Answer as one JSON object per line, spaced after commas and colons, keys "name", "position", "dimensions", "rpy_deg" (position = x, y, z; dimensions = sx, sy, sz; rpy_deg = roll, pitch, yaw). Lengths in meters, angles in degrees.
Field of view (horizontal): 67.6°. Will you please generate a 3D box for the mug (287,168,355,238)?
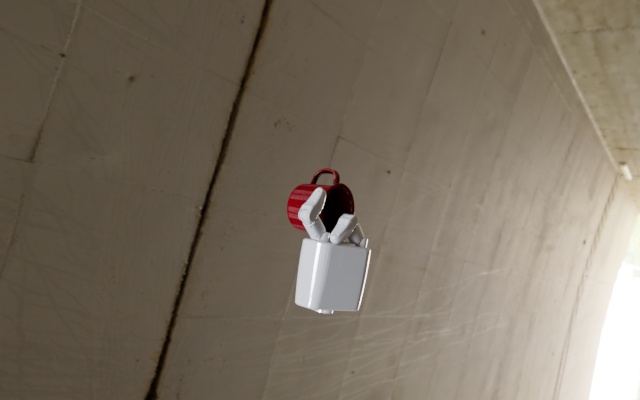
{"name": "mug", "position": [0.000, 0.001, 0.805], "dimensions": [0.081, 0.117, 0.093], "rpy_deg": [7, -5, 39]}
